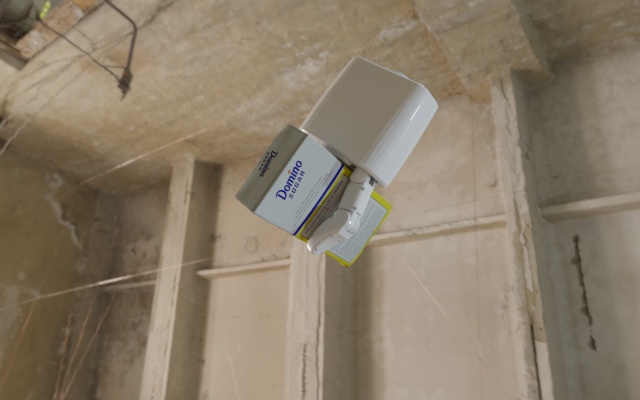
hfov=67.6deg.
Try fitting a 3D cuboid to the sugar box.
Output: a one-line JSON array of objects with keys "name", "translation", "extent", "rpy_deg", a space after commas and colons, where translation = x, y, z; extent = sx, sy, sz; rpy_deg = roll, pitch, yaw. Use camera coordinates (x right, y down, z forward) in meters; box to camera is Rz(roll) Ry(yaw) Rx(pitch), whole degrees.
[{"name": "sugar box", "translation": [0.000, 0.001, 0.519], "extent": [0.176, 0.093, 0.048], "rpy_deg": [36, -1, -44]}]
